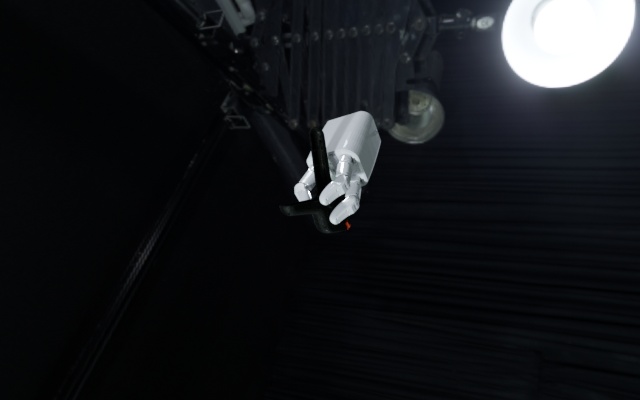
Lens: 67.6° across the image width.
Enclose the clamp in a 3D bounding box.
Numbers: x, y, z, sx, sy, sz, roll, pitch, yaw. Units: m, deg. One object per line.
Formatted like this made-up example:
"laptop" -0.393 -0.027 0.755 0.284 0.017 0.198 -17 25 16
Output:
"clamp" 0.000 0.003 0.826 0.036 0.164 0.210 5 -36 29
